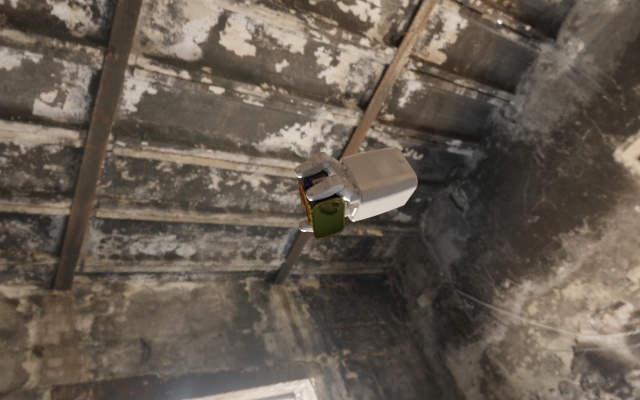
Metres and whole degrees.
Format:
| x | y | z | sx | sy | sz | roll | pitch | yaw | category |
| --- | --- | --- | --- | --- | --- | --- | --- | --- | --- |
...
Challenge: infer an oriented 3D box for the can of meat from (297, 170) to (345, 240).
| x | y | z | sx | sy | sz | roll | pitch | yaw | category |
| --- | --- | --- | --- | --- | --- | --- | --- | --- | --- |
| 0.000 | 0.002 | 0.811 | 0.057 | 0.084 | 0.102 | -17 | -37 | -10 | can of meat |
